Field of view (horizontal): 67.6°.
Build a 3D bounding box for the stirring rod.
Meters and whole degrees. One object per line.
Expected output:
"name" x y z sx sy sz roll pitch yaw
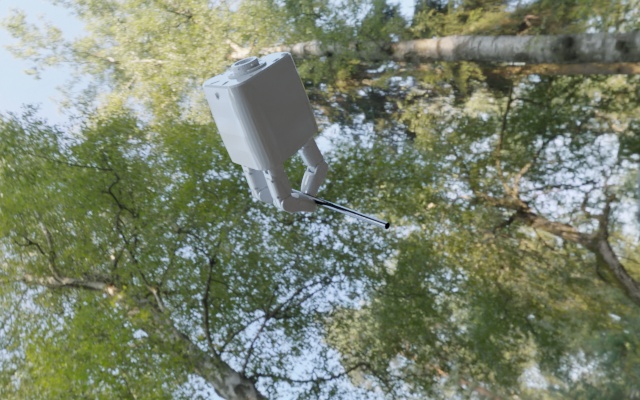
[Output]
"stirring rod" 0.000 0.002 0.617 0.011 0.011 0.239 0 12 -39
